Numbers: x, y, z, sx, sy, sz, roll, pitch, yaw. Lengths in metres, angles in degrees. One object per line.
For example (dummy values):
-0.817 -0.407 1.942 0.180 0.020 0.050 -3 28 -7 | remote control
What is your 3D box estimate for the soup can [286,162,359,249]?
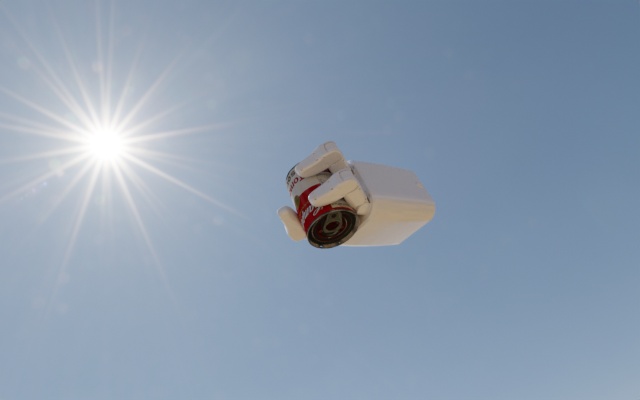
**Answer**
0.000 0.002 0.617 0.068 0.068 0.102 0 43 -26 | soup can
